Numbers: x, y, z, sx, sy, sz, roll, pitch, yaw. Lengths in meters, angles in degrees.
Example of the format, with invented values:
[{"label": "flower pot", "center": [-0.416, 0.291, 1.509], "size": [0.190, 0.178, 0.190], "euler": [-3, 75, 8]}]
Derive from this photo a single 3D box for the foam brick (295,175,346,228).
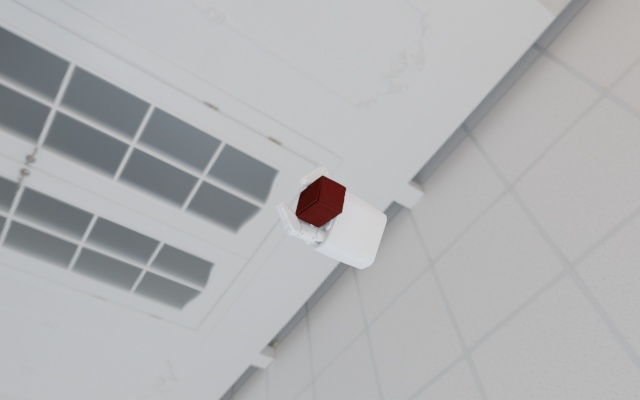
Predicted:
[{"label": "foam brick", "center": [0.000, 0.003, 0.812], "size": [0.051, 0.053, 0.078], "euler": [26, -35, -21]}]
